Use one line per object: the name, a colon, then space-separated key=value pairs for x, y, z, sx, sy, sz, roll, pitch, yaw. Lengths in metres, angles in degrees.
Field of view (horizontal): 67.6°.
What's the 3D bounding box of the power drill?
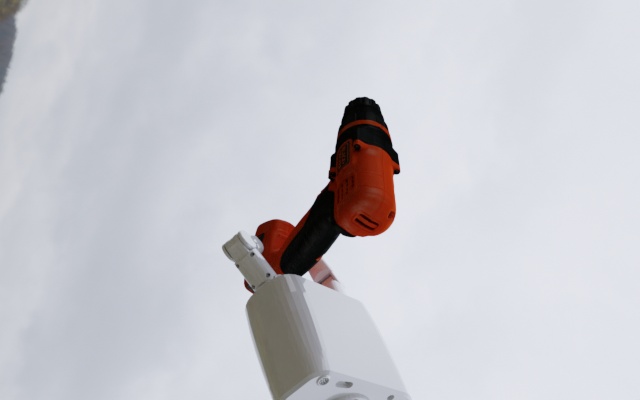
power drill: x=0.000 y=0.002 z=0.462 sx=0.057 sy=0.188 sz=0.184 roll=29 pitch=34 yaw=-17
